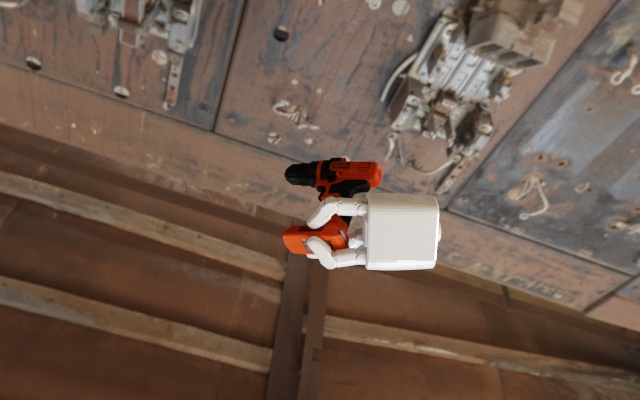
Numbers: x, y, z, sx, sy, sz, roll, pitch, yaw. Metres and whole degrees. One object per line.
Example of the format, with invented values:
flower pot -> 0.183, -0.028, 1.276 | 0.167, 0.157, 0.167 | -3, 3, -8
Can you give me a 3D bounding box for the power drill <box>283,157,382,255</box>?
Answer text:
power drill -> 0.000, 0.003, 0.818 | 0.184, 0.187, 0.057 | 0, -40, 25
